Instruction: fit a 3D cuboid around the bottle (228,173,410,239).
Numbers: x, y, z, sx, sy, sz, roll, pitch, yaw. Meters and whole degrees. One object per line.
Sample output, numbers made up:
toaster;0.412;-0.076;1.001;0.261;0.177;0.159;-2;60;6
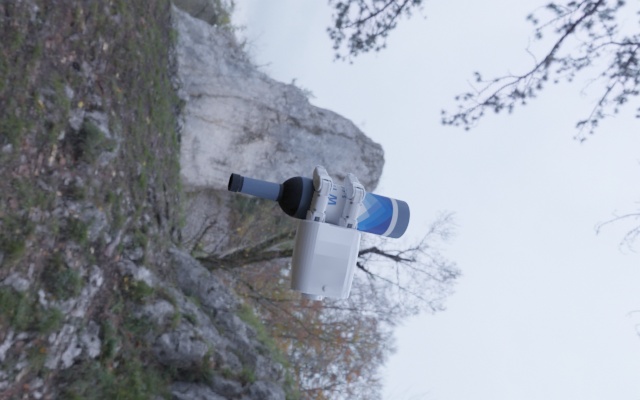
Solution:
bottle;0.000;0.002;0.760;0.296;0.069;0.069;13;-5;-21
